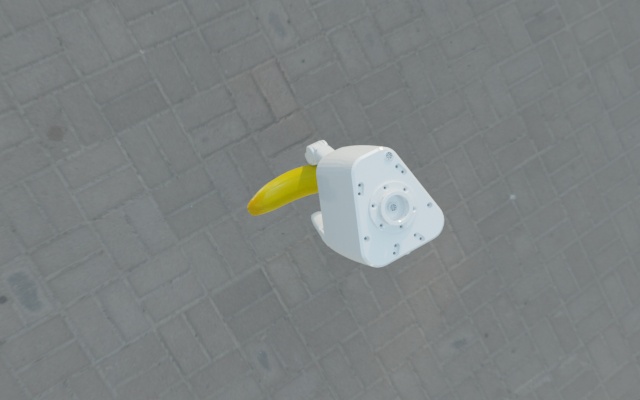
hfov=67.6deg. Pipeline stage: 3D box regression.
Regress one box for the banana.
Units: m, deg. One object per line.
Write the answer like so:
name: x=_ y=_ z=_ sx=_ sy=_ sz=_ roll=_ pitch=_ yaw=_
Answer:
banana: x=0.004 y=-0.016 z=0.620 sx=0.198 sy=0.069 sz=0.037 roll=-1 pitch=10 yaw=-18
